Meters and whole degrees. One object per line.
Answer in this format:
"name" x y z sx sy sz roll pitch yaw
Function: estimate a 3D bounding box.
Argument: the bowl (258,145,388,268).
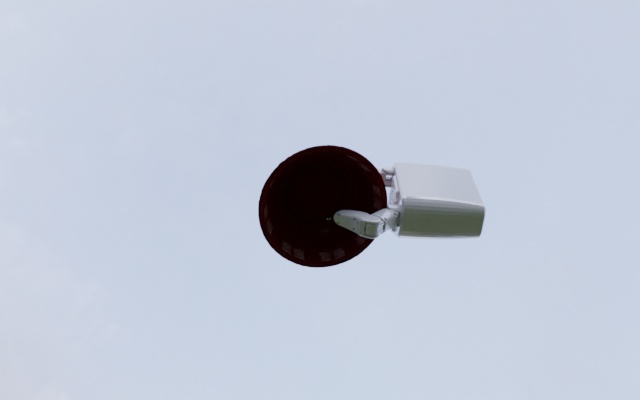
"bowl" -0.001 0.002 0.605 0.162 0.162 0.055 0 21 -12
